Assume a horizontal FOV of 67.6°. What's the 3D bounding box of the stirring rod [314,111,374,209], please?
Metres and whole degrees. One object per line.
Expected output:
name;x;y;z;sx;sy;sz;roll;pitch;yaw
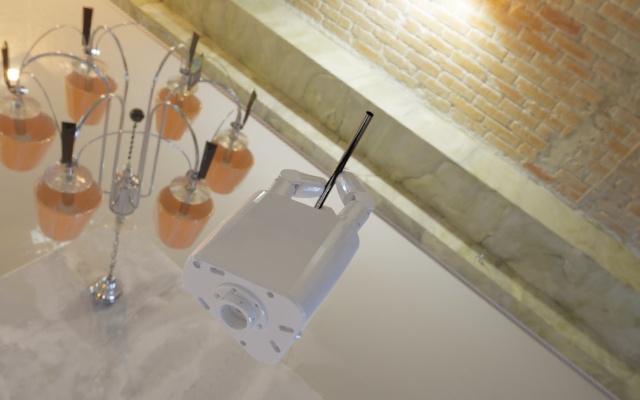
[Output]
stirring rod;0.000;0.002;0.518;0.011;0.011;0.240;0;-43;-31
